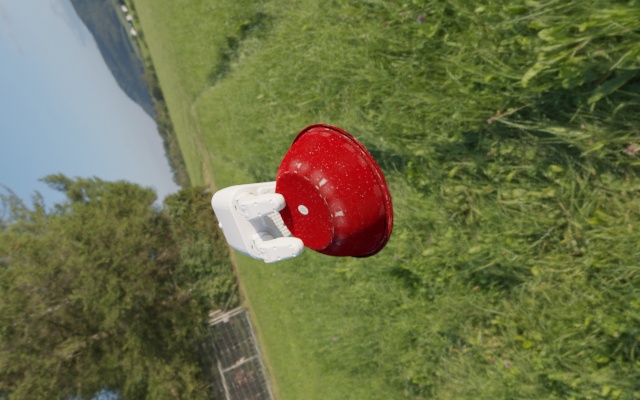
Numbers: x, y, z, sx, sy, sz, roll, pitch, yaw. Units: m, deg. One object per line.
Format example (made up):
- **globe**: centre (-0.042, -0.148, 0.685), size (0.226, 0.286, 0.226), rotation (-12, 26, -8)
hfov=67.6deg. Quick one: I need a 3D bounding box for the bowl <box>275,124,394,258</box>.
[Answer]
- **bowl**: centre (0.000, 0.001, 0.519), size (0.055, 0.162, 0.162), rotation (-29, 18, -36)
